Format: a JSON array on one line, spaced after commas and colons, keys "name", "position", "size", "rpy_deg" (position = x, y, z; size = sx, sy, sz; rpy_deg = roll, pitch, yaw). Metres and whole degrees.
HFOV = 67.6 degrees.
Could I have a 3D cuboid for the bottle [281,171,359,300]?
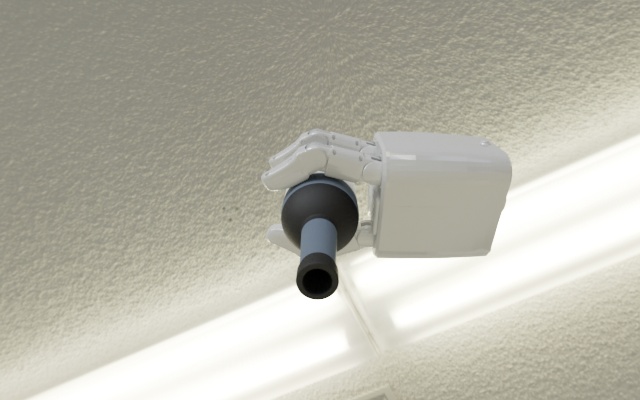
[{"name": "bottle", "position": [0.000, 0.001, 0.439], "size": [0.069, 0.069, 0.295], "rpy_deg": [0, 20, 1]}]
